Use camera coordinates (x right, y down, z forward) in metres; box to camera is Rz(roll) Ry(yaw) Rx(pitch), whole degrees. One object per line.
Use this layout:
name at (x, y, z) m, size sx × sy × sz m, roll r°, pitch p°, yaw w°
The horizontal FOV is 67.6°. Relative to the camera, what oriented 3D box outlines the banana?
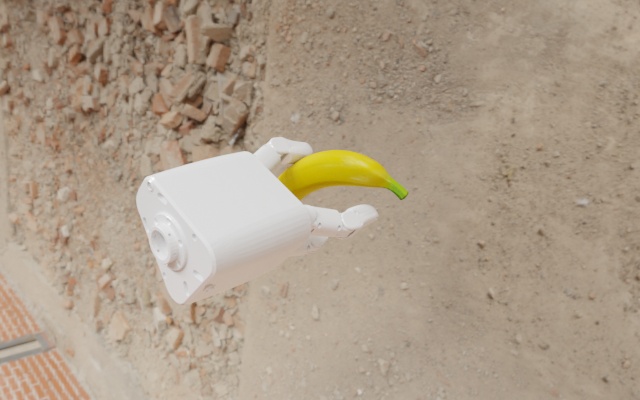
banana at (-0.004, -0.016, 0.518) m, size 0.198 × 0.069 × 0.037 m, roll -10°, pitch 15°, yaw 43°
